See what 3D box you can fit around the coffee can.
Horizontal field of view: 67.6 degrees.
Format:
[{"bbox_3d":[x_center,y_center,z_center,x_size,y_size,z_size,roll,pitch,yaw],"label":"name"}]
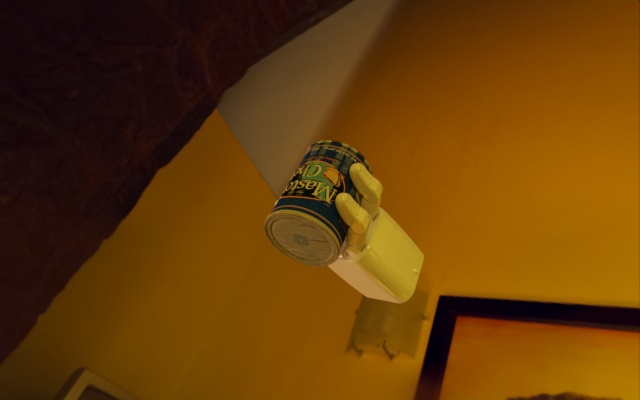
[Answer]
[{"bbox_3d":[0.000,0.002,0.642,0.103,0.140,0.103,16,-38,14],"label":"coffee can"}]
